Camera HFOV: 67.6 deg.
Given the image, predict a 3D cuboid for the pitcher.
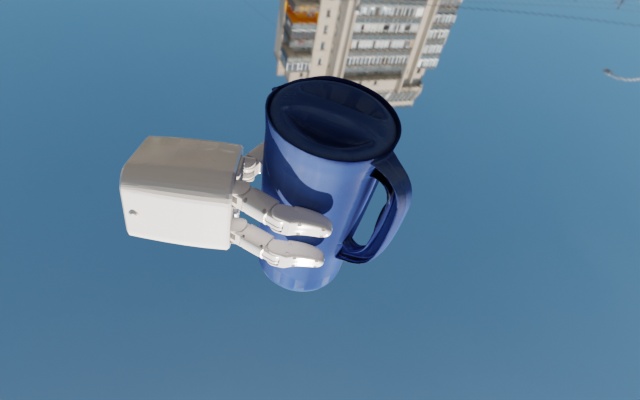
[{"bbox_3d":[0.000,0.002,0.532,0.145,0.149,0.243,7,-44,-7],"label":"pitcher"}]
